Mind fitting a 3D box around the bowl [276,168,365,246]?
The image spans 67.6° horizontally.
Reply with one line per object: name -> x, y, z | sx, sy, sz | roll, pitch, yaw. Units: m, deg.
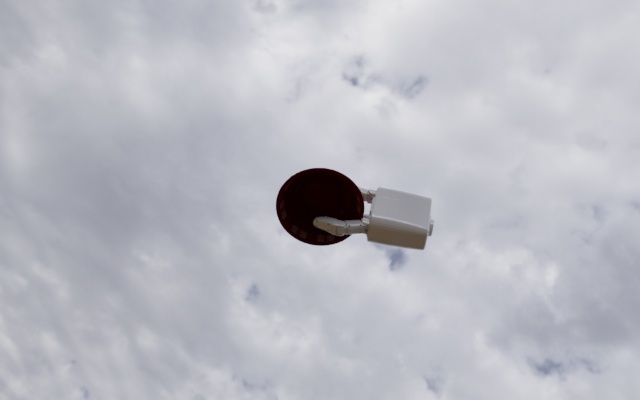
bowl -> -0.001, 0.002, 0.885 | 0.162, 0.162, 0.055 | 0, 28, 2
